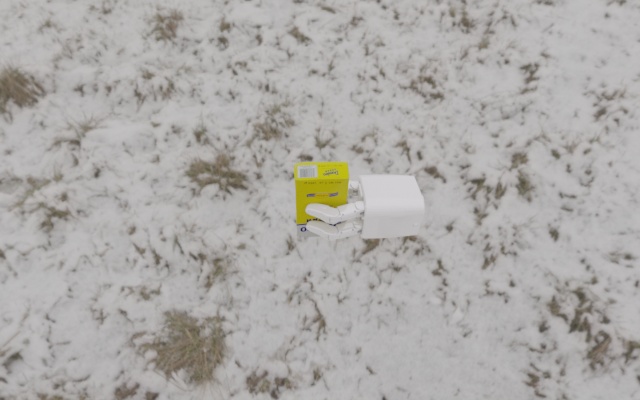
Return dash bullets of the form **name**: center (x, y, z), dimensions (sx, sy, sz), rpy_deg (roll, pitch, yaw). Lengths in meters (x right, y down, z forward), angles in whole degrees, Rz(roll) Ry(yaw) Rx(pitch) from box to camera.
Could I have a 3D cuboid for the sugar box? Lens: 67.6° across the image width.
- **sugar box**: center (0.000, 0.003, 0.867), dimensions (0.093, 0.048, 0.176), rpy_deg (-1, -39, -2)
